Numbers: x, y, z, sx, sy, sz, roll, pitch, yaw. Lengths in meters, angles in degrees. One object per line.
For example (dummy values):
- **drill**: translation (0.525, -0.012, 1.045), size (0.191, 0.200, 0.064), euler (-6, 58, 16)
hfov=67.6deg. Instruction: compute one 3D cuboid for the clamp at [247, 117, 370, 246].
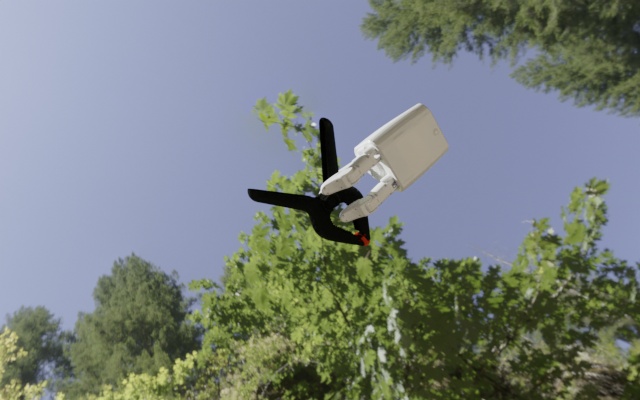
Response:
- **clamp**: translation (0.000, 0.003, 0.738), size (0.164, 0.210, 0.036), euler (-38, 23, -9)
